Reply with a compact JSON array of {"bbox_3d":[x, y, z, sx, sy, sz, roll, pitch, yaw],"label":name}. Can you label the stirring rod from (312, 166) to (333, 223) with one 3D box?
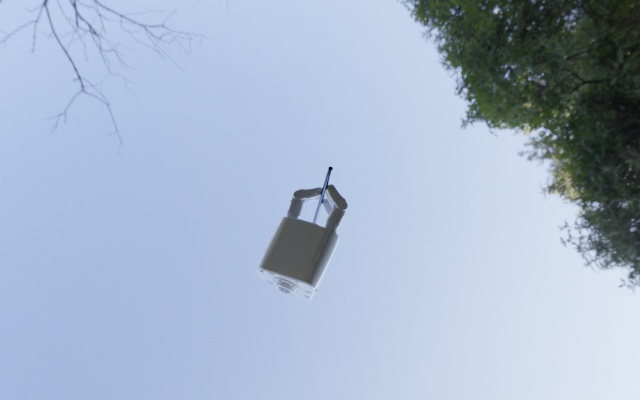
[{"bbox_3d":[0.000,0.003,0.896,0.011,0.011,0.240,0,-28,-9],"label":"stirring rod"}]
